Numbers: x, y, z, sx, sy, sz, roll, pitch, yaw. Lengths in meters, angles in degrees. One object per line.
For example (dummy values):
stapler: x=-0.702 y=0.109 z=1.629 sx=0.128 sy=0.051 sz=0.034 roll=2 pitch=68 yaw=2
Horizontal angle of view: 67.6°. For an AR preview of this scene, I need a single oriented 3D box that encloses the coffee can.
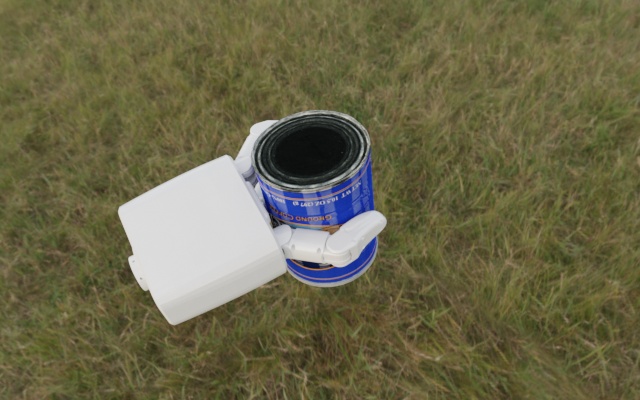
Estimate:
coffee can: x=0.000 y=0.002 z=0.454 sx=0.103 sy=0.102 sz=0.140 roll=0 pitch=-42 yaw=10
